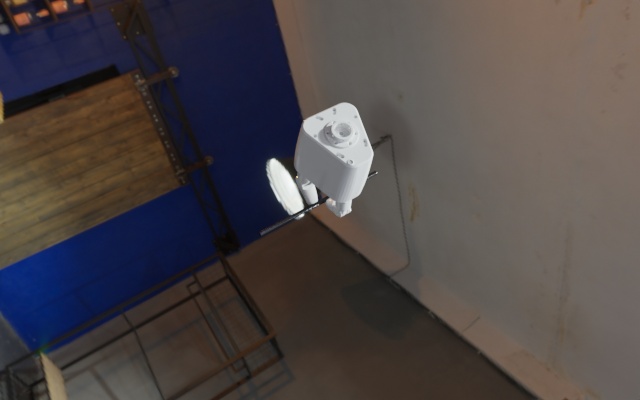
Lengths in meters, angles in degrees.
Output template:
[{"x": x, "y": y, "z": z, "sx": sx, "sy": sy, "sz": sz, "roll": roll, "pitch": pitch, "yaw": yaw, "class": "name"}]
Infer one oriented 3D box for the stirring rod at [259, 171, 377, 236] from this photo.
[{"x": 0.000, "y": 0.003, "z": 0.827, "sx": 0.239, "sy": 0.011, "sz": 0.011, "roll": -28, "pitch": 10, "yaw": -19, "class": "stirring rod"}]
